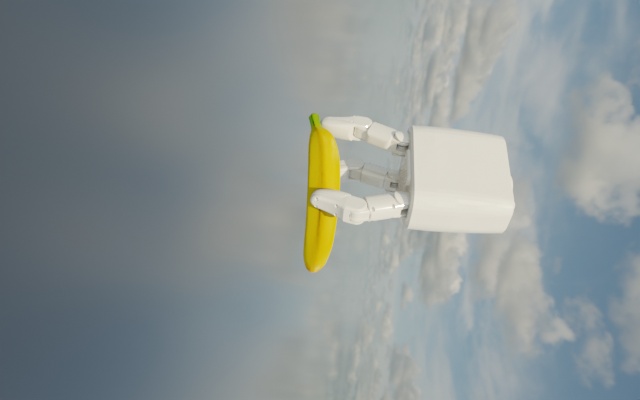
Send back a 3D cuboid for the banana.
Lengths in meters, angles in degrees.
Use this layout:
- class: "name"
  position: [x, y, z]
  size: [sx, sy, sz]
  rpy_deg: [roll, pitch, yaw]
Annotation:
- class: "banana"
  position: [0.001, 0.004, 0.547]
  size: [0.037, 0.198, 0.069]
  rpy_deg: [2, 18, -3]
